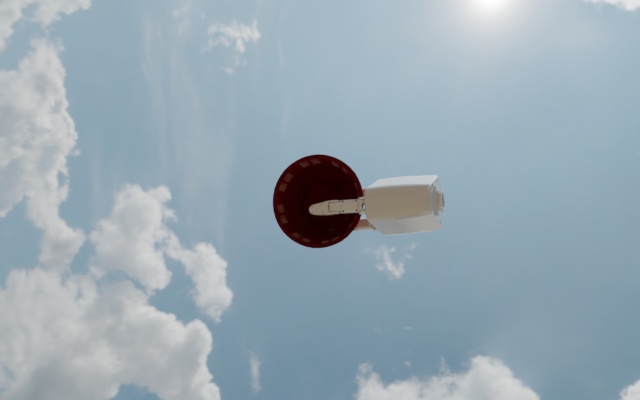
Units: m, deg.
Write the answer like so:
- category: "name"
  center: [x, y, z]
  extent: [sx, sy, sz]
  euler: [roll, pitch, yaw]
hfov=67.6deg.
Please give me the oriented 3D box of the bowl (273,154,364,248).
- category: "bowl"
  center: [-0.001, 0.003, 0.842]
  extent: [0.162, 0.162, 0.055]
  euler: [0, -4, 14]
